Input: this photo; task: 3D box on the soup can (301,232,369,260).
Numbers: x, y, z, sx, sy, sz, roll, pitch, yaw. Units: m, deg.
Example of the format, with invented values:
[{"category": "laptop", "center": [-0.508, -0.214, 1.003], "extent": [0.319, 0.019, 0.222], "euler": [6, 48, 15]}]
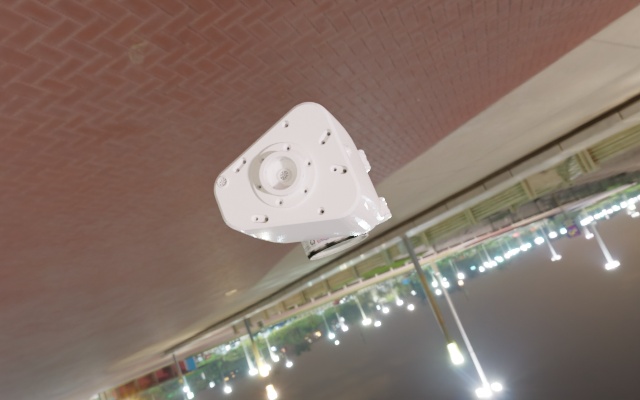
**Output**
[{"category": "soup can", "center": [0.000, 0.002, 0.490], "extent": [0.068, 0.102, 0.068], "euler": [-21, -12, -5]}]
